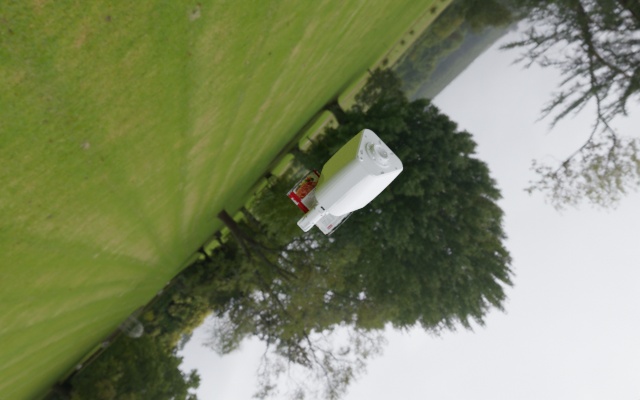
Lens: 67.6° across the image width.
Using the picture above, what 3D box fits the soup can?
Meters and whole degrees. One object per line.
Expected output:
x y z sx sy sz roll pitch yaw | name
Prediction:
0.000 0.003 0.838 0.068 0.102 0.068 -44 1 1 | soup can
